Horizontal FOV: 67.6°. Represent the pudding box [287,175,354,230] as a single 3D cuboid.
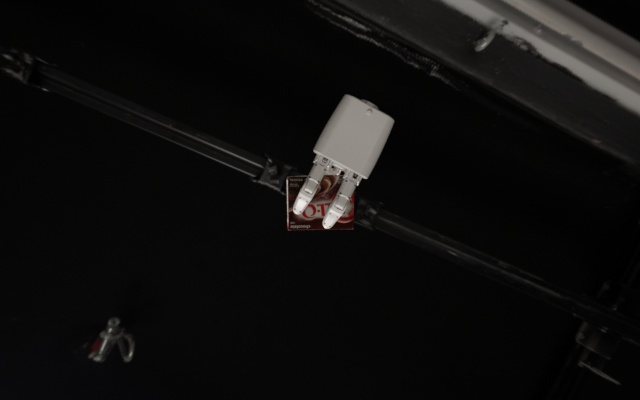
[{"bbox_3d":[0.000,0.003,0.801,0.113,0.090,0.039,-1,8,-3],"label":"pudding box"}]
